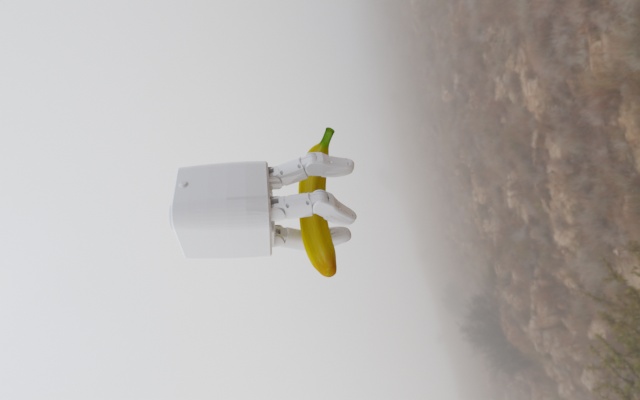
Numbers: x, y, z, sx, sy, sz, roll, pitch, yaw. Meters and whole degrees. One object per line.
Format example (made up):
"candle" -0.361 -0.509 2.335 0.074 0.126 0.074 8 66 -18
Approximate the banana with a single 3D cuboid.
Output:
"banana" -0.005 0.007 0.591 0.037 0.197 0.070 6 -27 -15
